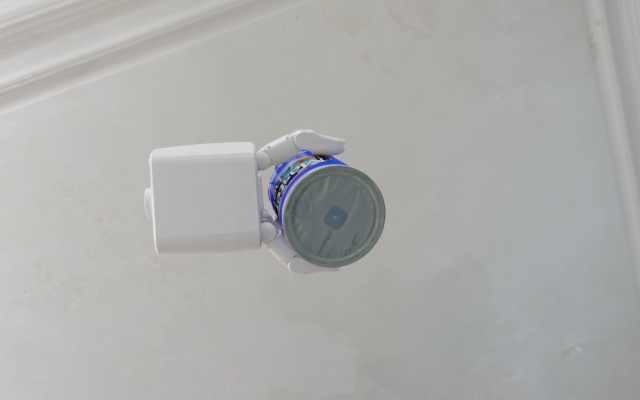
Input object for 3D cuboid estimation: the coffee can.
[{"bbox_3d":[0.000,0.002,0.526,0.103,0.103,0.140,0,13,-12],"label":"coffee can"}]
